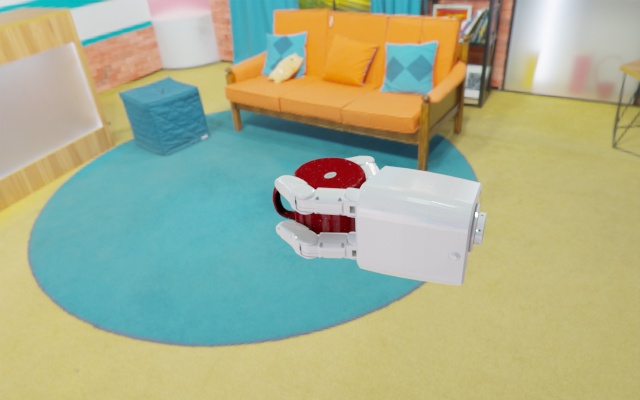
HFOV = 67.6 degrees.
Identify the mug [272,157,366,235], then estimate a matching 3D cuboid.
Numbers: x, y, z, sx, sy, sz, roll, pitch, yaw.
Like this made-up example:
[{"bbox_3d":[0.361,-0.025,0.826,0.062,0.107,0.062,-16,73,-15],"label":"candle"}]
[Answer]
[{"bbox_3d":[-0.001,0.001,0.547,0.117,0.082,0.093,9,35,19],"label":"mug"}]
